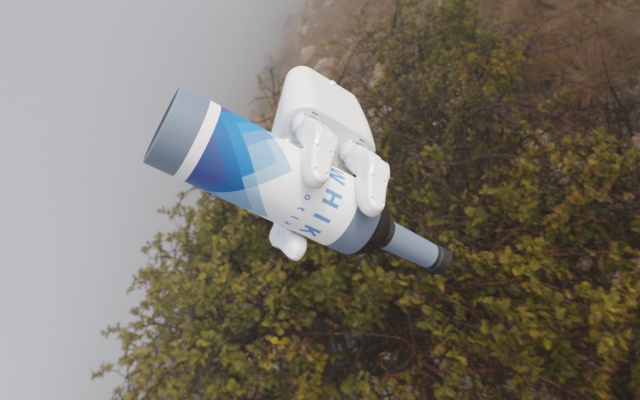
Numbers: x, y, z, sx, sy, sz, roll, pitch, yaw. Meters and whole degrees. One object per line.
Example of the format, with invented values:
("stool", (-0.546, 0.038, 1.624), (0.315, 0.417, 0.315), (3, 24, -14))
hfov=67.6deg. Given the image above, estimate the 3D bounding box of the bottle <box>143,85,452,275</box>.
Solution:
("bottle", (0.000, 0.001, 0.422), (0.296, 0.069, 0.069), (26, -11, -22))
